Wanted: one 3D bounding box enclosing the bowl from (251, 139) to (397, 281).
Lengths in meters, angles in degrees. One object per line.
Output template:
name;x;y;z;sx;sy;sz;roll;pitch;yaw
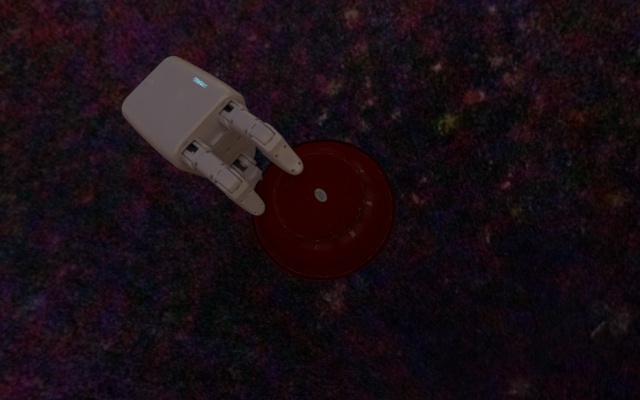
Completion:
bowl;0.001;0.002;0.501;0.162;0.162;0.055;0;-14;5
